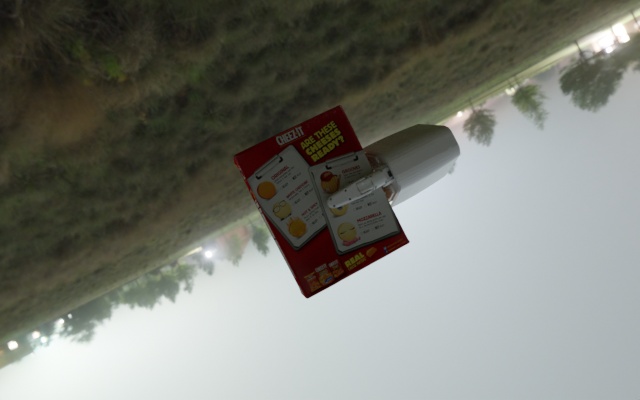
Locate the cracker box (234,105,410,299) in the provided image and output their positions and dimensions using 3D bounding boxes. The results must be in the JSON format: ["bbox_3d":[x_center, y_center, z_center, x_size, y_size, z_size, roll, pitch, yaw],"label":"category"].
[{"bbox_3d":[0.000,0.002,0.666,0.164,0.213,0.072,-27,0,-12],"label":"cracker box"}]
